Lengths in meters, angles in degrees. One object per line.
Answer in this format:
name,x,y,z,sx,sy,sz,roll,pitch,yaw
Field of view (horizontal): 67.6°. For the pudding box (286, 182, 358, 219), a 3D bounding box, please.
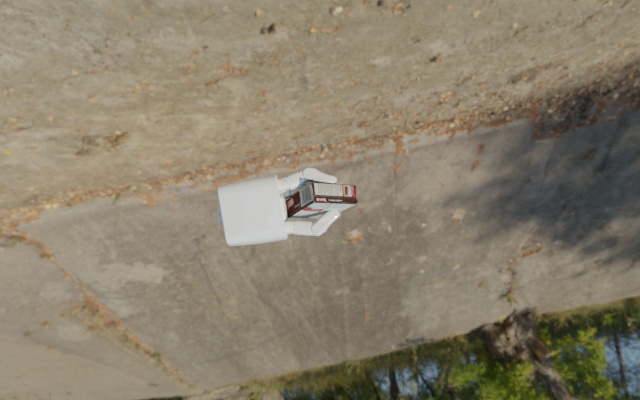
pudding box,0.000,0.003,0.857,0.090,0.039,0.113,2,-15,-28
